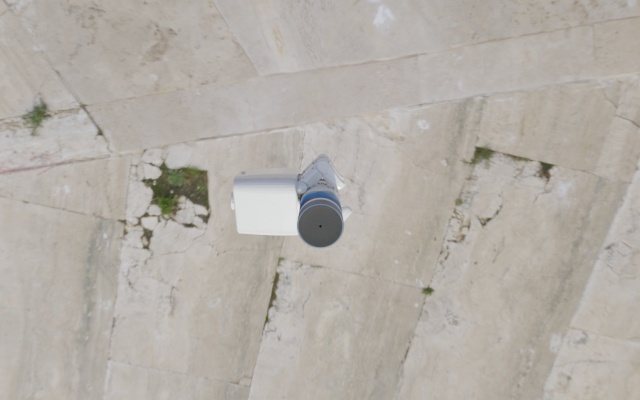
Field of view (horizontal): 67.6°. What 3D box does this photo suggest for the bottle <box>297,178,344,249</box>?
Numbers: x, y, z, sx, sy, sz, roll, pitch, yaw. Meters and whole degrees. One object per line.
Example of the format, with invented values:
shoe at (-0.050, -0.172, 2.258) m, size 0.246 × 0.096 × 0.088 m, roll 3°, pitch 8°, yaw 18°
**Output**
bottle at (0.000, 0.003, 0.808) m, size 0.069 × 0.069 × 0.295 m, roll 0°, pitch 13°, yaw 0°
